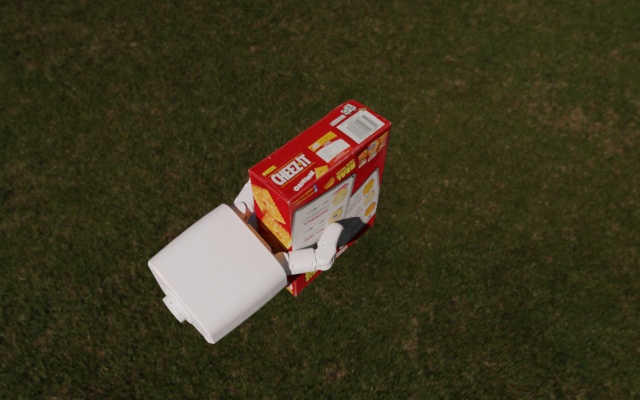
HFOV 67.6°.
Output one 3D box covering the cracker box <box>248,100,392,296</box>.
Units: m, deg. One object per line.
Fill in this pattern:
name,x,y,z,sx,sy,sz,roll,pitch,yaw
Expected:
cracker box,0.000,0.002,0.601,0.072,0.214,0.164,39,62,24
